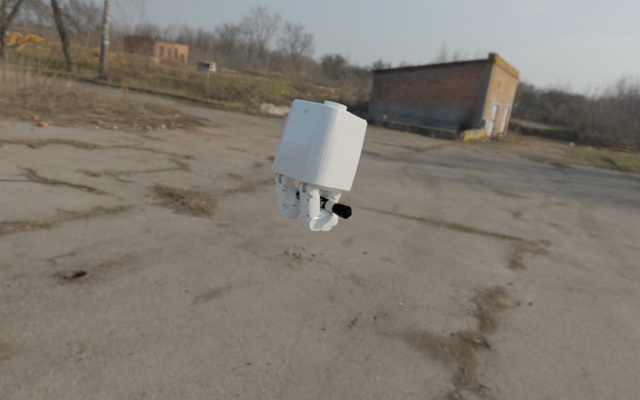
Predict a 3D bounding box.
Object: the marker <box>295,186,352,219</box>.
[{"bbox_3d":[0.000,0.002,0.690,0.020,0.020,0.121,0,15,-43],"label":"marker"}]
